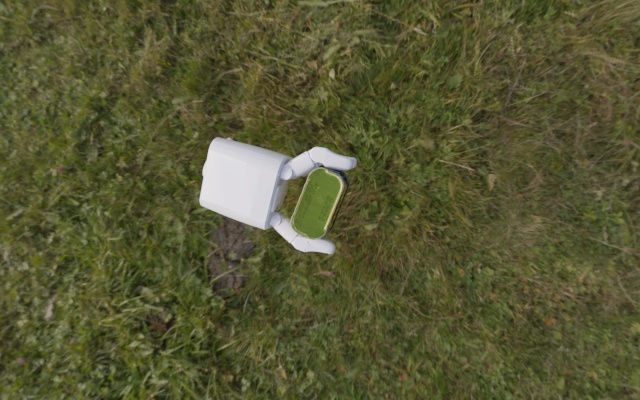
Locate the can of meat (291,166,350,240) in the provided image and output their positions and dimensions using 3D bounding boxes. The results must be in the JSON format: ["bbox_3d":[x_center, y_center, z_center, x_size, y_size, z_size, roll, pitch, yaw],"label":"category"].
[{"bbox_3d":[0.000,0.002,0.675,0.057,0.102,0.084,22,6,5],"label":"can of meat"}]
